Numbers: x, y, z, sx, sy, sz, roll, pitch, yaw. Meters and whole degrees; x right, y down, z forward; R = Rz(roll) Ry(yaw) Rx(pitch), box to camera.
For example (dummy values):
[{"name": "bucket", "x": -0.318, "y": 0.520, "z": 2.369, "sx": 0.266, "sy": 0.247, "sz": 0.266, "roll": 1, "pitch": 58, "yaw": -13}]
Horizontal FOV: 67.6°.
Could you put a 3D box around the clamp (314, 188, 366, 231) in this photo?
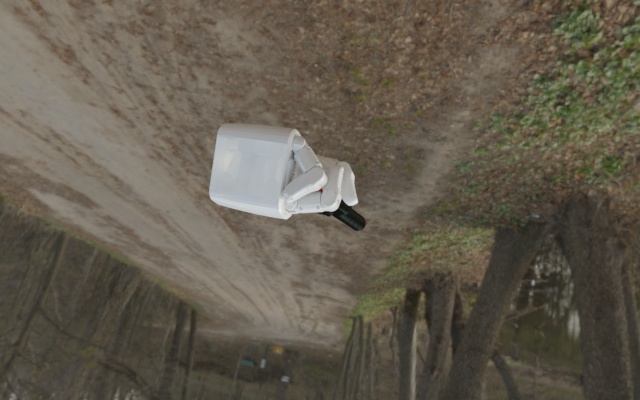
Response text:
[{"name": "clamp", "x": 0.000, "y": 0.003, "z": 0.709, "sx": 0.120, "sy": 0.039, "sz": 0.171, "roll": 10, "pitch": -16, "yaw": 16}]
